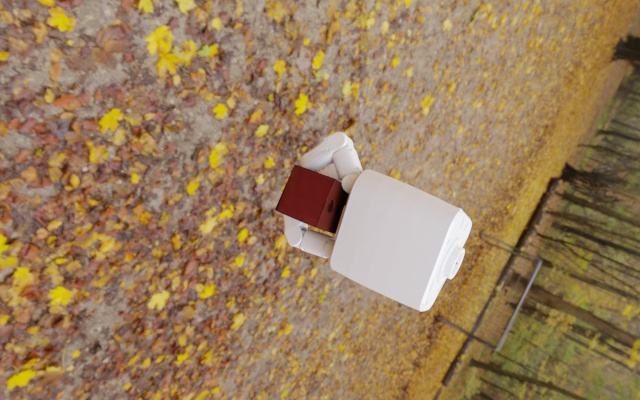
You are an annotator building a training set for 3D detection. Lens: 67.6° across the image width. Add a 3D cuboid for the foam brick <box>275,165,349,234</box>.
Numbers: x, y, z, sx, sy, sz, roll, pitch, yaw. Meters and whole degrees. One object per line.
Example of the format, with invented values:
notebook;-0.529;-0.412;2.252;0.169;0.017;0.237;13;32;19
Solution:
foam brick;0.000;0.002;0.508;0.051;0.053;0.078;22;0;27
